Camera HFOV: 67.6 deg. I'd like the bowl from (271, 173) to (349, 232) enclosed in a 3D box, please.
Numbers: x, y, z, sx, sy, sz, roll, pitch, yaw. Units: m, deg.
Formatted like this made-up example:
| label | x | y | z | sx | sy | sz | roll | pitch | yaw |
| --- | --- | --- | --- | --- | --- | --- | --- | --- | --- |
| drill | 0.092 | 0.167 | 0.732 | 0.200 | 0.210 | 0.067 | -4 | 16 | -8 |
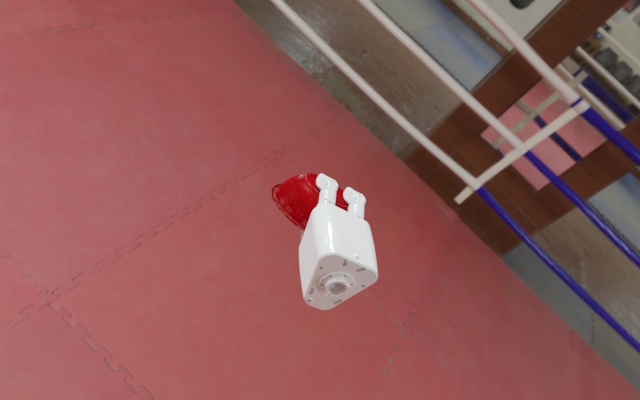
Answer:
| label | x | y | z | sx | sy | sz | roll | pitch | yaw |
| --- | --- | --- | --- | --- | --- | --- | --- | --- | --- |
| bowl | 0.000 | 0.002 | 0.803 | 0.162 | 0.055 | 0.162 | 30 | 20 | -12 |
